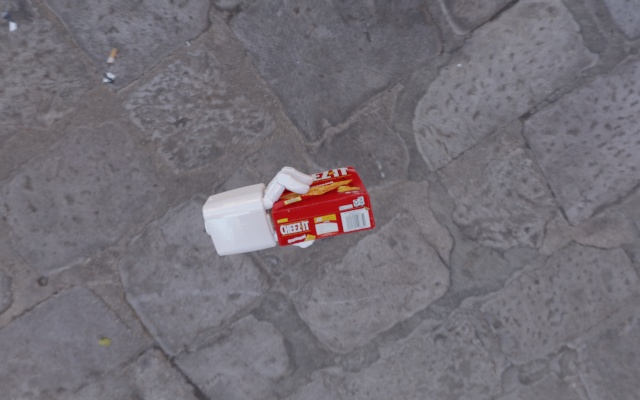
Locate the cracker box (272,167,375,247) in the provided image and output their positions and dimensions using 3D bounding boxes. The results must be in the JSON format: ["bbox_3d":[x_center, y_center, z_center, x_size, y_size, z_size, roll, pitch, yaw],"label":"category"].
[{"bbox_3d":[0.000,0.003,0.875,0.164,0.072,0.213,-11,16,1],"label":"cracker box"}]
